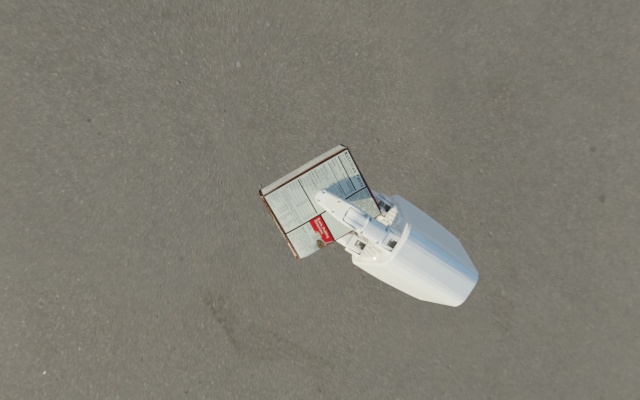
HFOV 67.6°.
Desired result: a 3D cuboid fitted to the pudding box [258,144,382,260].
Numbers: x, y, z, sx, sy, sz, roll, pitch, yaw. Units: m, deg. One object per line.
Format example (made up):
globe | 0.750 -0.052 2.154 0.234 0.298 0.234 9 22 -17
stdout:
pudding box | 0.000 0.002 0.542 0.113 0.090 0.039 -30 14 -5
